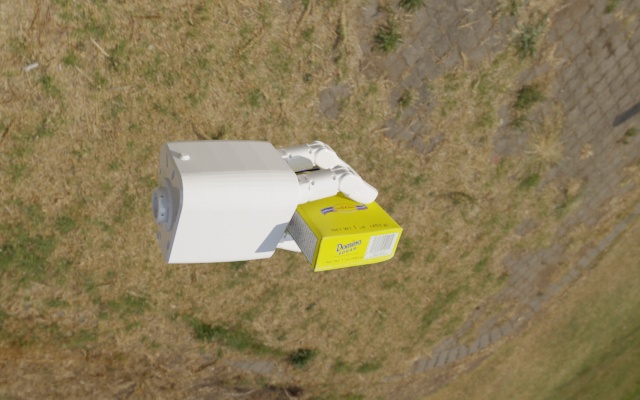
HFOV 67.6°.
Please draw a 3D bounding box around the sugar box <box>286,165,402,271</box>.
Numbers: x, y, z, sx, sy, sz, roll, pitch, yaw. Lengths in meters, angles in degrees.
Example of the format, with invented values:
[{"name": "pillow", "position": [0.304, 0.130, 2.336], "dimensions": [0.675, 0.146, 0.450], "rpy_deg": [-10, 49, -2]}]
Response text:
[{"name": "sugar box", "position": [0.000, 0.001, 0.517], "dimensions": [0.093, 0.048, 0.176], "rpy_deg": [-4, 35, -29]}]
